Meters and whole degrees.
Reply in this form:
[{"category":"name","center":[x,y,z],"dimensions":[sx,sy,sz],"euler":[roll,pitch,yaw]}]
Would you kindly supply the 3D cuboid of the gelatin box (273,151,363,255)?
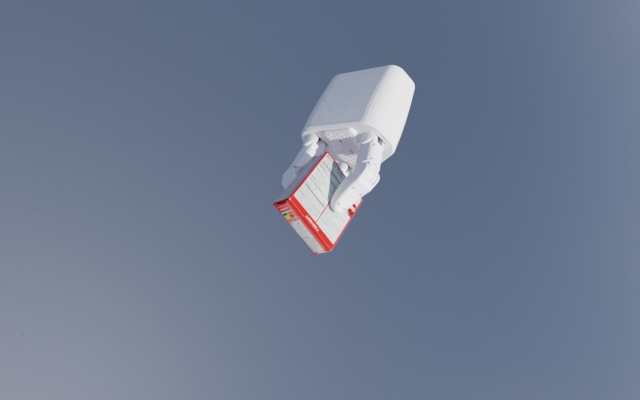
[{"category":"gelatin box","center":[0.000,0.002,0.515],"dimensions":[0.030,0.073,0.089],"euler":[-19,26,44]}]
